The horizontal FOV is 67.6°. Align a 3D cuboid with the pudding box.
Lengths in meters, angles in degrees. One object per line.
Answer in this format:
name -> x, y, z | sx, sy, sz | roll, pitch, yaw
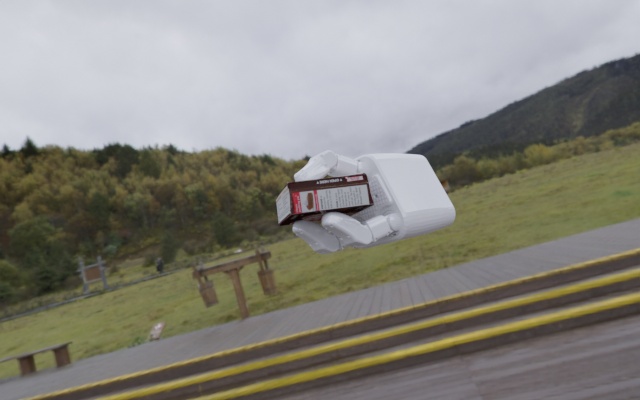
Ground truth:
pudding box -> 0.000, 0.002, 0.539 | 0.090, 0.039, 0.113 | -8, -9, -12
